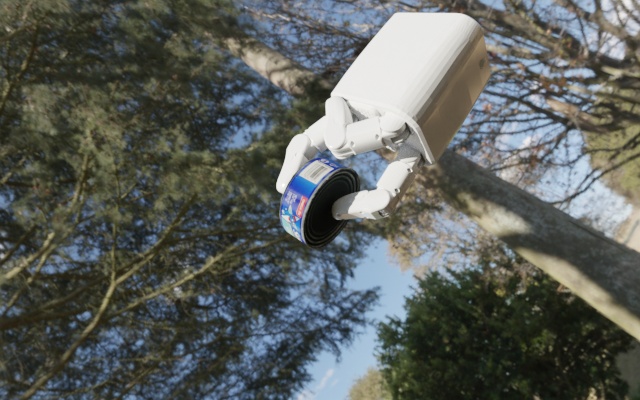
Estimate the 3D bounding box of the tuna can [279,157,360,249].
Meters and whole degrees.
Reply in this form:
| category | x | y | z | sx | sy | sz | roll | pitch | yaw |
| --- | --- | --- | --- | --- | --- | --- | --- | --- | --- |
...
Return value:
| category | x | y | z | sx | sy | sz | roll | pitch | yaw |
| --- | --- | --- | --- | --- | --- | --- | --- | --- | --- |
| tuna can | 0.000 | 0.001 | 0.467 | 0.033 | 0.086 | 0.086 | 29 | 16 | 30 |
